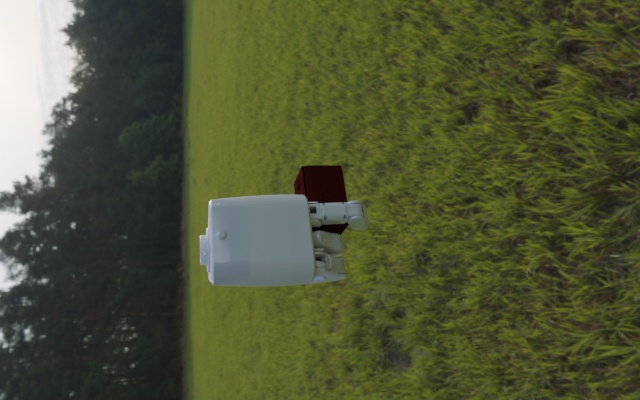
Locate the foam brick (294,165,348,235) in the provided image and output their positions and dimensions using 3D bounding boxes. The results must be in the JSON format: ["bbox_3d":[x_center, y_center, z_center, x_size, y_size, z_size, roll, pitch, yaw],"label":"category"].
[{"bbox_3d":[0.000,0.002,0.579,0.051,0.078,0.053,-1,-22,-14],"label":"foam brick"}]
